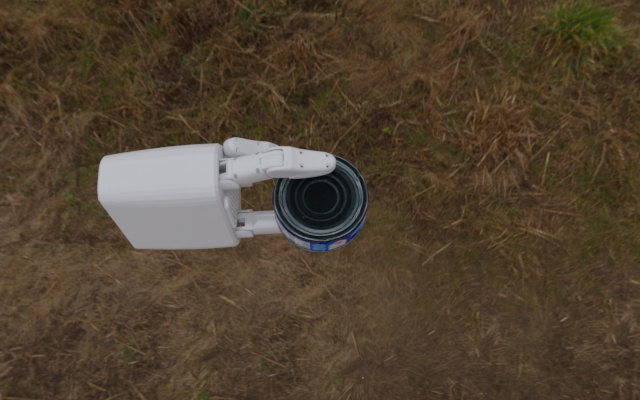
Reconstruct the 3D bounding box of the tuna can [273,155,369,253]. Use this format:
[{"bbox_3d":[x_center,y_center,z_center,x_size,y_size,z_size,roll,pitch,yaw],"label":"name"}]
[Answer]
[{"bbox_3d":[0.000,0.001,0.429,0.086,0.086,0.034,0,-21,-1],"label":"tuna can"}]
